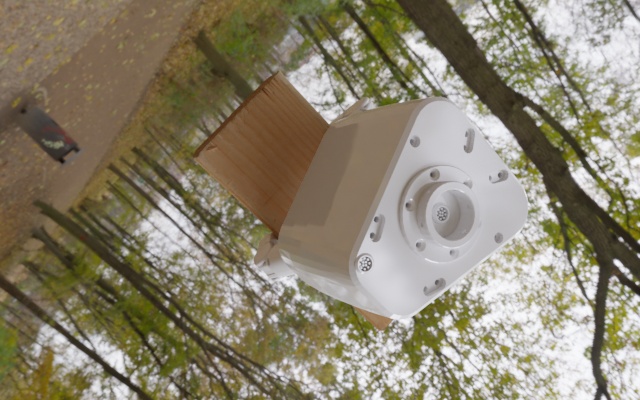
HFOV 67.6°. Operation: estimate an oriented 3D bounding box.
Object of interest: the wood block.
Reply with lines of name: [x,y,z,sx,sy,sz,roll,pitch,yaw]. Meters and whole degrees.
wood block: [0.000,0.002,0.407,0.206,0.091,0.090,45,-3,-16]
